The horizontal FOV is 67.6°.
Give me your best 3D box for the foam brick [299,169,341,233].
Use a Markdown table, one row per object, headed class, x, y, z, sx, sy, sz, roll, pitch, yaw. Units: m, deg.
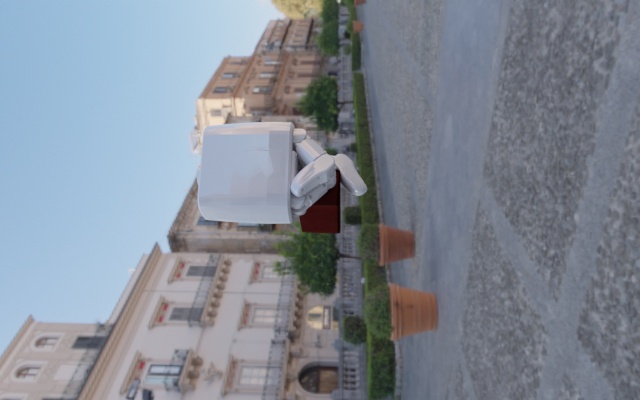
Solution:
| class | x | y | z | sx | sy | sz | roll | pitch | yaw |
| --- | --- | --- | --- | --- | --- | --- | --- | --- | --- |
| foam brick | 0.000 | 0.002 | 0.611 | 0.051 | 0.053 | 0.078 | 0 | -31 | 3 |
